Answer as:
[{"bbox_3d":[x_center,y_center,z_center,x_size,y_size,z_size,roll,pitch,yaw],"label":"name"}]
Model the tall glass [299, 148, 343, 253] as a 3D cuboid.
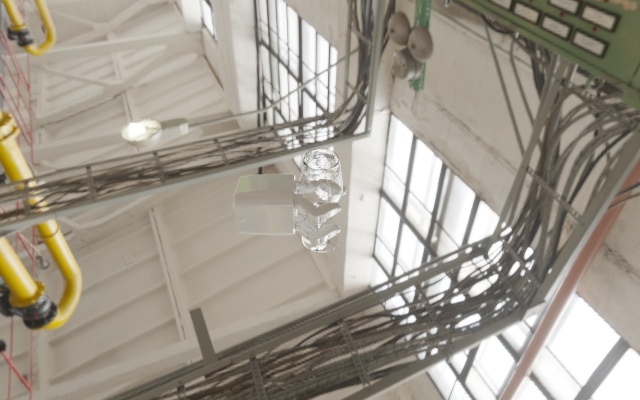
[{"bbox_3d":[0.000,0.003,0.881,0.079,0.201,0.079,1,42,-1],"label":"tall glass"}]
